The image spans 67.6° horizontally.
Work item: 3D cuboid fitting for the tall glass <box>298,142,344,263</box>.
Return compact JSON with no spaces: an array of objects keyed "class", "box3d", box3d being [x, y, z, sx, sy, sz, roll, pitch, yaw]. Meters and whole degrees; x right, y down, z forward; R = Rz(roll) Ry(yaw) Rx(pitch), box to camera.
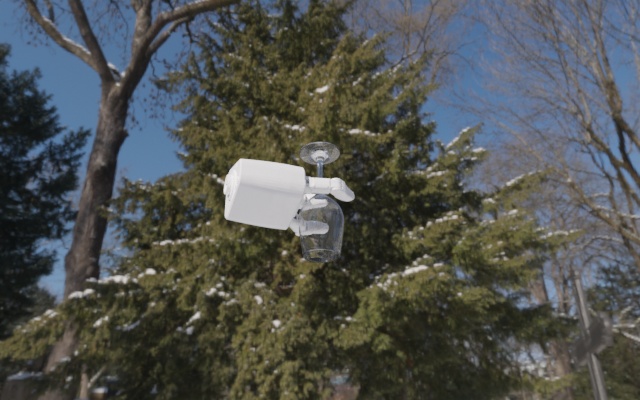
[{"class":"tall glass","box3d":[0.000,0.002,0.821,0.079,0.201,0.079,-1,-27,-1]}]
